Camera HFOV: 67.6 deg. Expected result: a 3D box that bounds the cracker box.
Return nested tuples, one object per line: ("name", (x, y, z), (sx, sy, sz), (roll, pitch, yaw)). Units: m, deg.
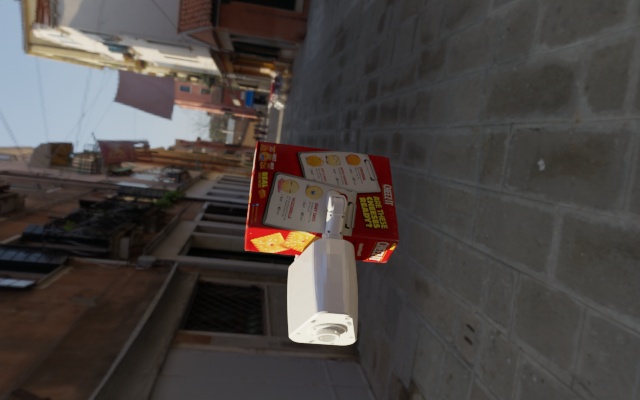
("cracker box", (0.000, 0.002, 0.724), (0.214, 0.164, 0.072), (6, -38, -9))
